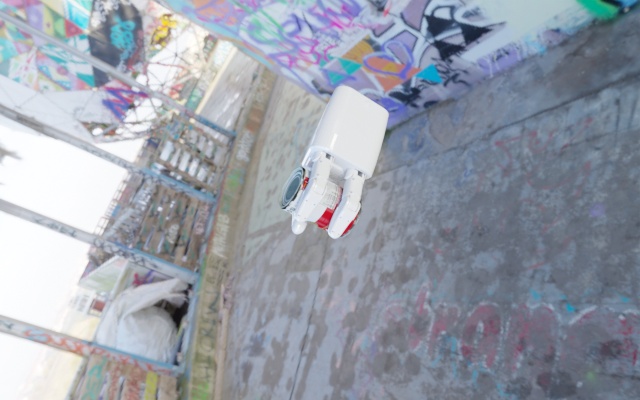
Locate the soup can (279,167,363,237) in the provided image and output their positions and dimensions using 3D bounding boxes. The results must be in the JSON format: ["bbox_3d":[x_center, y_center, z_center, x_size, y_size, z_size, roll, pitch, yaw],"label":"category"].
[{"bbox_3d":[0.000,0.003,0.686,0.102,0.068,0.068,27,-11,-22],"label":"soup can"}]
